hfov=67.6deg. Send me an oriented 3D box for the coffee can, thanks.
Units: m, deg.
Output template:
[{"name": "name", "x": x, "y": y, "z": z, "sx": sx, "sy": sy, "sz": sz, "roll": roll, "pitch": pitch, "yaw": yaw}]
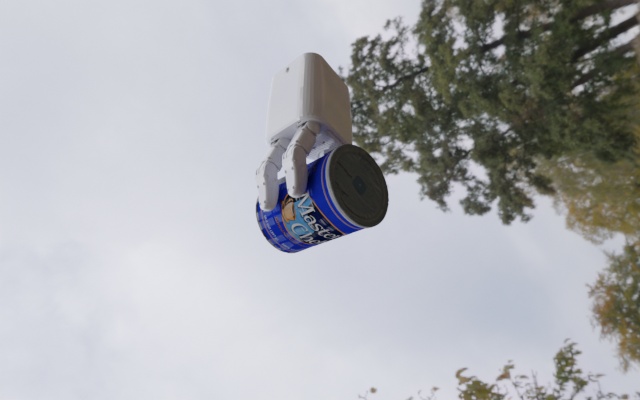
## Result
[{"name": "coffee can", "x": 0.000, "y": 0.002, "z": 0.604, "sx": 0.103, "sy": 0.102, "sz": 0.140, "roll": 0, "pitch": -17, "yaw": -45}]
